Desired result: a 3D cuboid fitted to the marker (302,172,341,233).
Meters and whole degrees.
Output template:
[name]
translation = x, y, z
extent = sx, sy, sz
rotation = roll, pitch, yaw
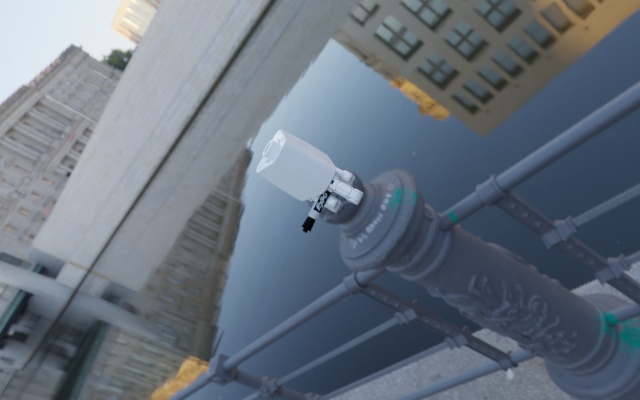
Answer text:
[marker]
translation = 0.000, 0.003, 0.850
extent = 0.020, 0.121, 0.020
rotation = 28, -5, 3
